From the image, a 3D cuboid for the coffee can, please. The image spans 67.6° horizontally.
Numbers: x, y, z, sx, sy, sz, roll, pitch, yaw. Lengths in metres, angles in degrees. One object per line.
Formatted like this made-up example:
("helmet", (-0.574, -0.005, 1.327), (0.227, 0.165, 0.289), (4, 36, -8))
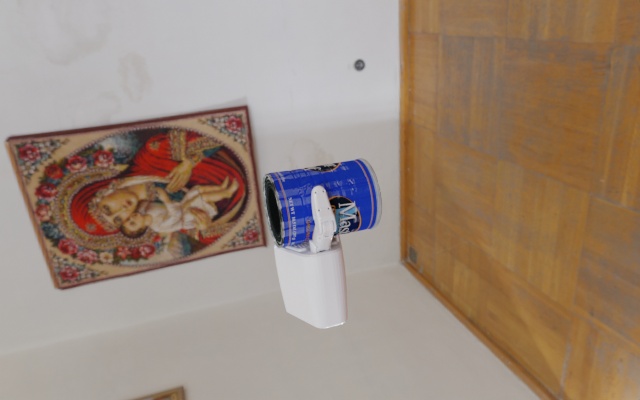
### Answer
("coffee can", (0.000, 0.002, 0.663), (0.140, 0.103, 0.103), (-10, 3, -16))
